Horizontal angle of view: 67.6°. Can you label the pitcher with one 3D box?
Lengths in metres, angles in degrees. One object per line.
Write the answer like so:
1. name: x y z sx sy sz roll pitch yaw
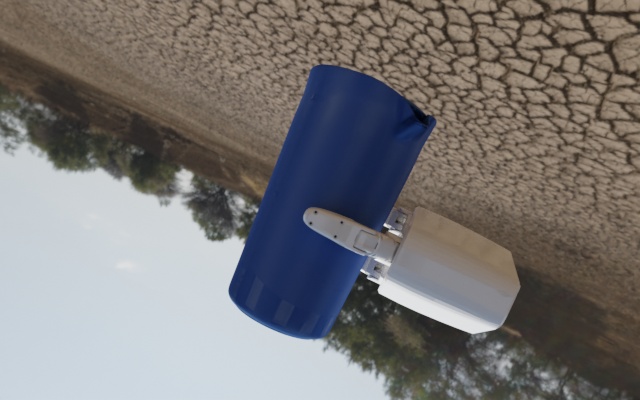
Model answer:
1. pitcher: 0.000 0.002 0.477 0.145 0.243 0.149 24 0 10
